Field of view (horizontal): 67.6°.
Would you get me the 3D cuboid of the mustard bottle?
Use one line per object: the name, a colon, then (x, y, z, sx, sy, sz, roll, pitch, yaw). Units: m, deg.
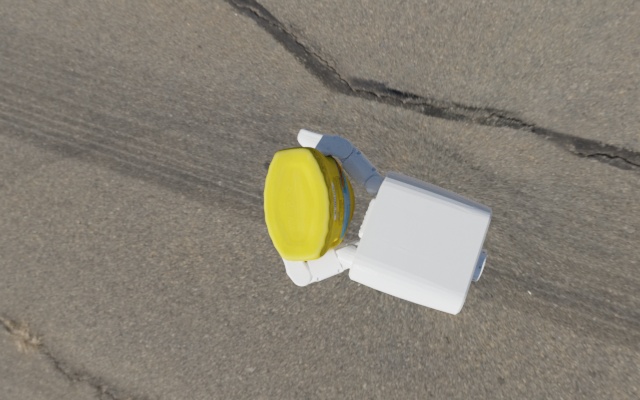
mustard bottle: (0.000, 0.002, 0.482, 0.058, 0.096, 0.191, -6, 0, 12)
